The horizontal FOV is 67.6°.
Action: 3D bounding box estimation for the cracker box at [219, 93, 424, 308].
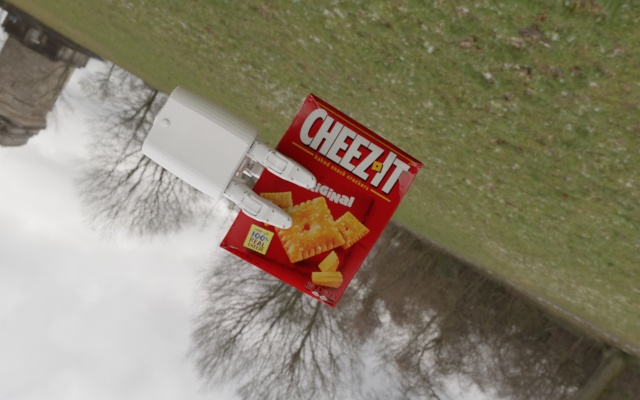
[{"bbox_3d":[0.000,0.002,0.595,0.164,0.214,0.072,31,5,-7],"label":"cracker box"}]
